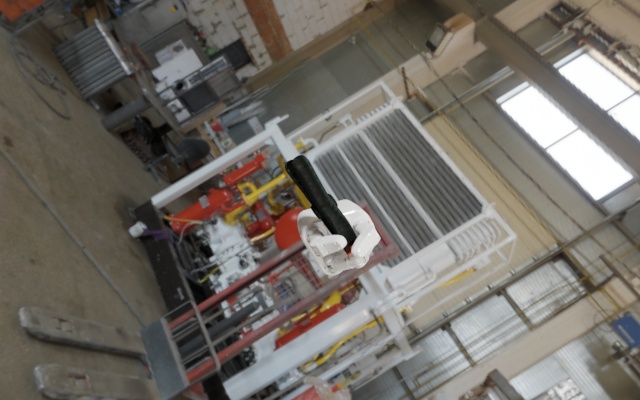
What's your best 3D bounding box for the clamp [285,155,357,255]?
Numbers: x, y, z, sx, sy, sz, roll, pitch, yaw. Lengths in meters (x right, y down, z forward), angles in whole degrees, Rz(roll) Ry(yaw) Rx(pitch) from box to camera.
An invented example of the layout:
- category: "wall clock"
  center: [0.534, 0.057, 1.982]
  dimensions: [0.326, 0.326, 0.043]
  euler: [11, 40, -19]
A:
- category: "clamp"
  center: [0.001, 0.002, 0.713]
  dimensions: [0.039, 0.171, 0.120]
  euler: [-32, 15, -2]
